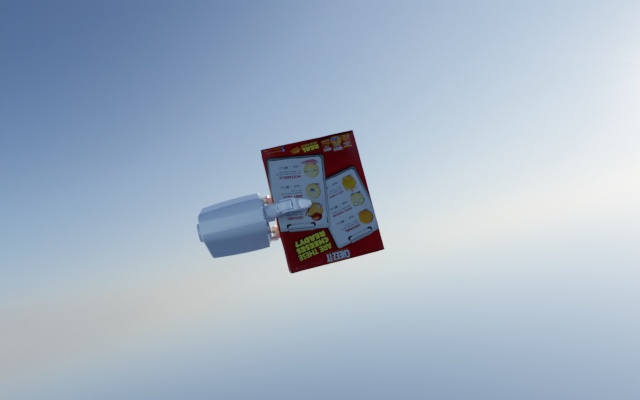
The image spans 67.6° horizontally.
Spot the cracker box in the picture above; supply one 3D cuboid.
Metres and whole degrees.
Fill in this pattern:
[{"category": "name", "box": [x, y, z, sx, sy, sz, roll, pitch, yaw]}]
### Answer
[{"category": "cracker box", "box": [0.000, 0.002, 0.823, 0.164, 0.213, 0.072, -13, -7, -6]}]
